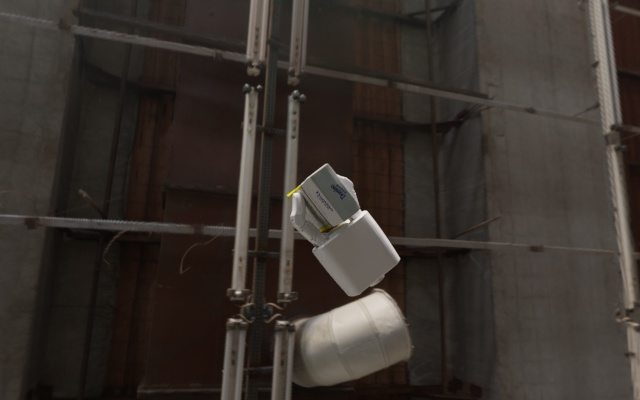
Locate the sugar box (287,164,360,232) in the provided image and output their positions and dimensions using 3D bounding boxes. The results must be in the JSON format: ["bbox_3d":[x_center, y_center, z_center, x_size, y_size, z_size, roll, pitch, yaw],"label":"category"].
[{"bbox_3d":[0.001,0.003,0.834,0.048,0.093,0.176,-38,3,-22],"label":"sugar box"}]
